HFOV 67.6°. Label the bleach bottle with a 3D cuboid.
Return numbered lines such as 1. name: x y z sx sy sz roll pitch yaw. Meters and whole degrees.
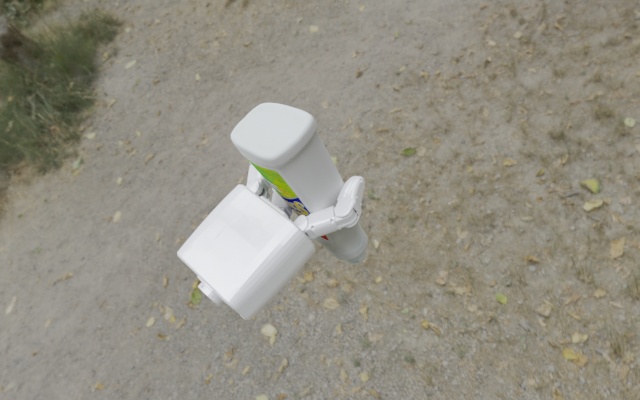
1. bleach bottle: 0.000 0.002 0.561 0.102 0.068 0.251 27 -20 45
